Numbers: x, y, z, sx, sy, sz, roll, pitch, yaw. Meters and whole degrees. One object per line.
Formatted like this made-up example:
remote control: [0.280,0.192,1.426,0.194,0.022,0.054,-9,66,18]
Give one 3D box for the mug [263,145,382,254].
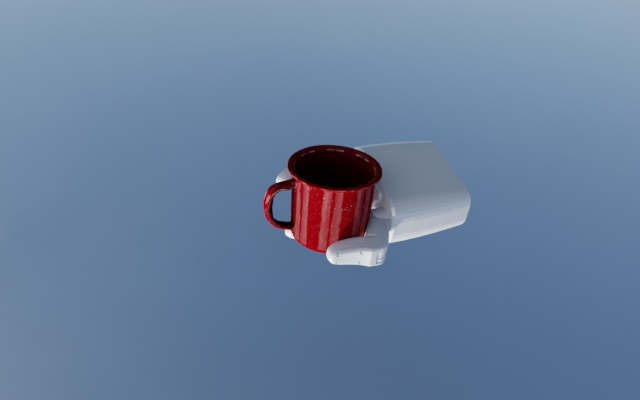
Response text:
mug: [-0.001,0.002,0.482,0.117,0.081,0.093,-9,35,-21]
